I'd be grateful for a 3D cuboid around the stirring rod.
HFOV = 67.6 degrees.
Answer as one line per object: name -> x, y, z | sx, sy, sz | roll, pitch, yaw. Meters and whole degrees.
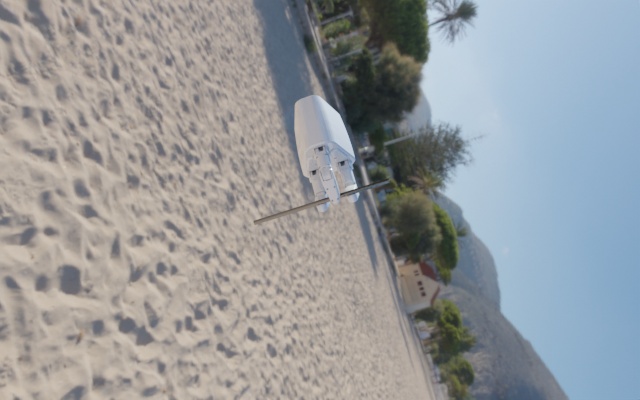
stirring rod -> 0.000, 0.003, 0.807 | 0.239, 0.011, 0.011 | -17, -2, 7
